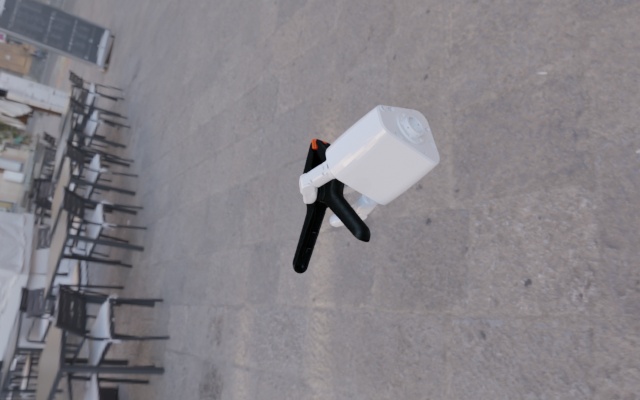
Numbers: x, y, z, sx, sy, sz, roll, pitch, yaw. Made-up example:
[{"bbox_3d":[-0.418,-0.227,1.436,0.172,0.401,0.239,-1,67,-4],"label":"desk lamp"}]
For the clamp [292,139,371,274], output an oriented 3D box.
[{"bbox_3d":[0.000,0.002,0.738,0.036,0.209,0.165,16,-39,-36],"label":"clamp"}]
